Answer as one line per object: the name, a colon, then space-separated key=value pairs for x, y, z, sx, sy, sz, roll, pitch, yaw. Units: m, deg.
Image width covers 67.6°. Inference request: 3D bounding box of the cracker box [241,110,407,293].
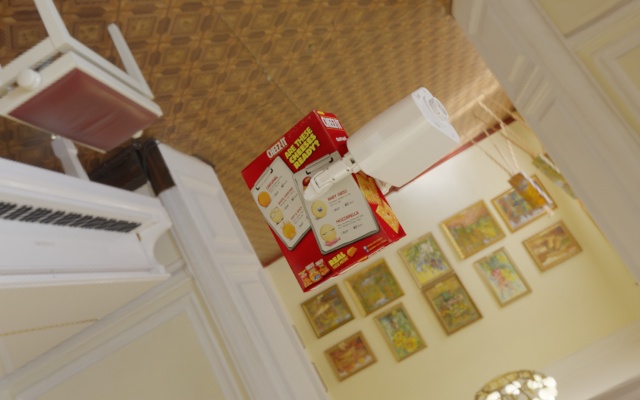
cracker box: x=0.000 y=0.002 z=0.706 sx=0.164 sy=0.213 sz=0.072 roll=-36 pitch=-14 yaw=27
